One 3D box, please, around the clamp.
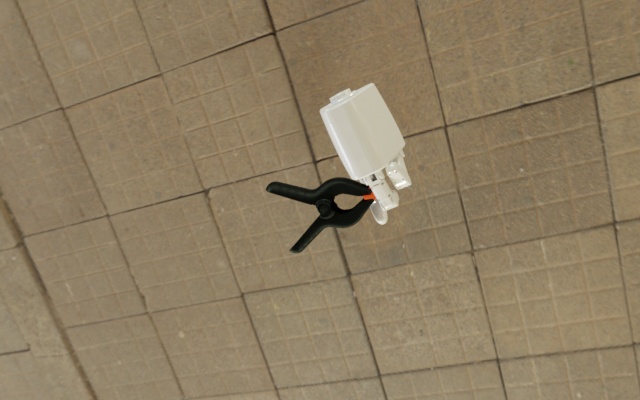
[{"bbox_3d":[0.000,0.003,0.729,0.171,0.120,0.039,-25,16,19],"label":"clamp"}]
